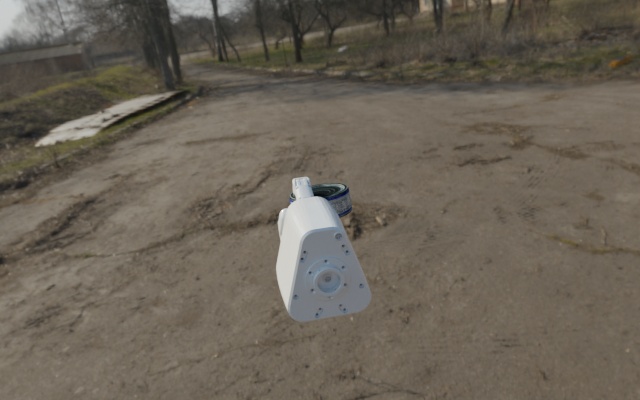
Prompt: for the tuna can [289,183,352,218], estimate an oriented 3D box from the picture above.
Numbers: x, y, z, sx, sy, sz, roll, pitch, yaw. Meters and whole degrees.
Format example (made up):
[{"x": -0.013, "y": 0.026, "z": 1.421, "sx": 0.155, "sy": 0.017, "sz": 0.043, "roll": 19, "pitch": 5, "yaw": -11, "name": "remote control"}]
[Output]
[{"x": 0.000, "y": 0.002, "z": 0.670, "sx": 0.086, "sy": 0.034, "sz": 0.086, "roll": -9, "pitch": 15, "yaw": 2, "name": "tuna can"}]
